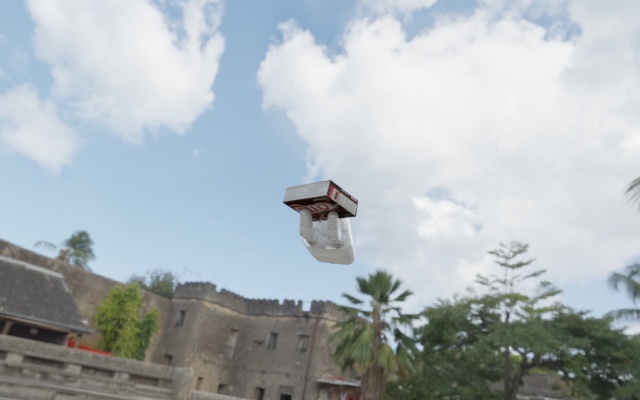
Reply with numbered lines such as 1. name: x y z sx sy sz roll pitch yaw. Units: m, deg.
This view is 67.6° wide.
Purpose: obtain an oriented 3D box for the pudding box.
1. pudding box: 0.000 0.003 0.893 0.113 0.039 0.090 -11 -32 39
